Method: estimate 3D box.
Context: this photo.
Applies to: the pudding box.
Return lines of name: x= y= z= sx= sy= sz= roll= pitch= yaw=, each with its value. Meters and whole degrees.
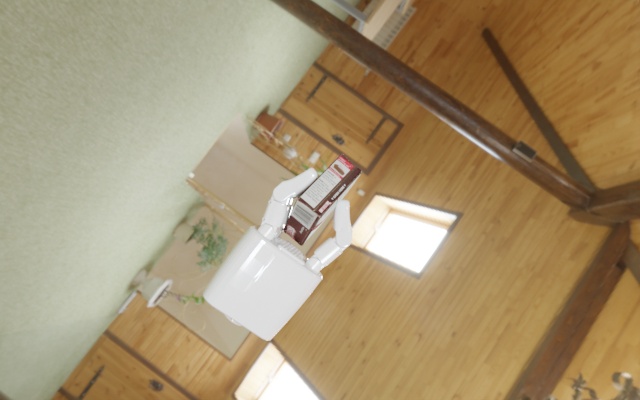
pudding box: x=0.000 y=0.002 z=0.619 sx=0.039 sy=0.090 sz=0.113 roll=41 pitch=-26 yaw=3
